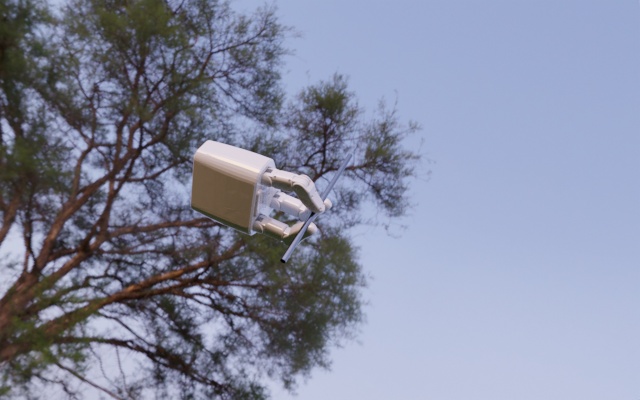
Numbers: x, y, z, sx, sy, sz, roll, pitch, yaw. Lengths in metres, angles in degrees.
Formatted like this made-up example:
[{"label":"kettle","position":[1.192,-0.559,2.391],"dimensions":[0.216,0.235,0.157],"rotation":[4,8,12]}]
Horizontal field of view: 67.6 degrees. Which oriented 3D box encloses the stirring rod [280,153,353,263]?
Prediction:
[{"label":"stirring rod","position":[0.000,0.002,0.687],"dimensions":[0.011,0.011,0.239],"rotation":[0,39,31]}]
